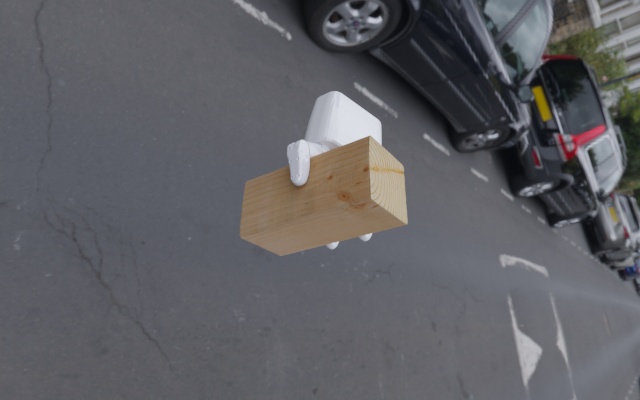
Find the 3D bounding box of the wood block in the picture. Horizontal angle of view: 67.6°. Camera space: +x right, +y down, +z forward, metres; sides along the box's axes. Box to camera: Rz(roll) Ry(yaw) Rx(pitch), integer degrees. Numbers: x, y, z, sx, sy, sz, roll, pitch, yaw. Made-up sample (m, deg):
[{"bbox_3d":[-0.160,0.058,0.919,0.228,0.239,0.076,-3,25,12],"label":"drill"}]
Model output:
[{"bbox_3d":[0.000,0.002,0.637,0.206,0.090,0.091,-18,-33,32],"label":"wood block"}]
